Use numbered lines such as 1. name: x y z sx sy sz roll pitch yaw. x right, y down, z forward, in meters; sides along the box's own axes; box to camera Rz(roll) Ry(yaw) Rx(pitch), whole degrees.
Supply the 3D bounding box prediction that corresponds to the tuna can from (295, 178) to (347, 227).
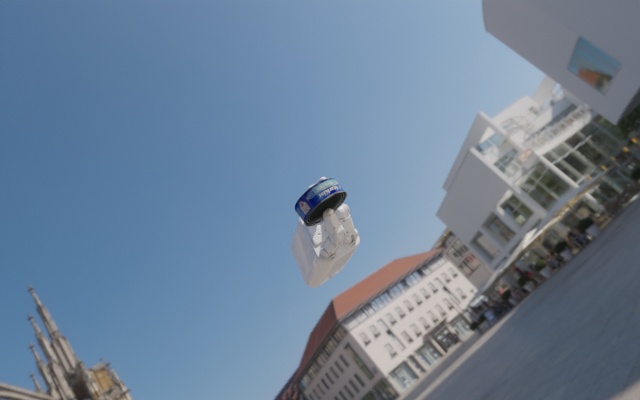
1. tuna can: 0.000 0.002 0.786 0.086 0.033 0.086 -34 -19 -13
